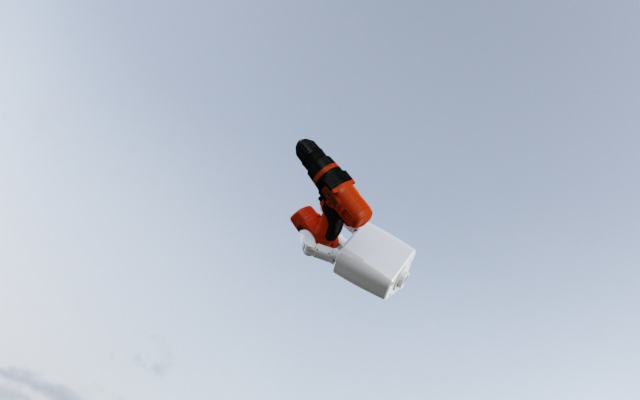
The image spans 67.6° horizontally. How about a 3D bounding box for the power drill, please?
[{"bbox_3d":[0.000,0.003,0.857,0.057,0.184,0.188,-27,-20,-28],"label":"power drill"}]
